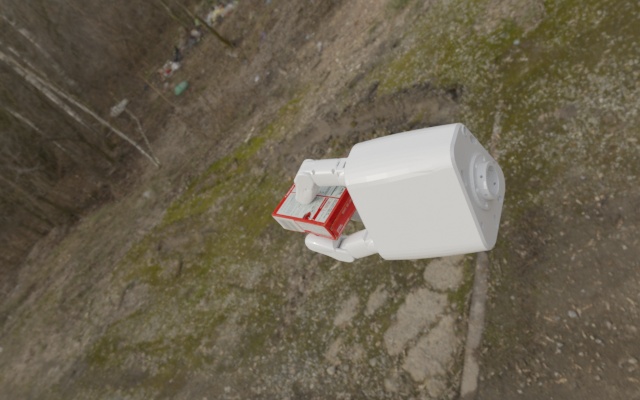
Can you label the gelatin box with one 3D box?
[{"bbox_3d":[0.000,0.001,0.527,0.089,0.073,0.030,8,-33,45],"label":"gelatin box"}]
